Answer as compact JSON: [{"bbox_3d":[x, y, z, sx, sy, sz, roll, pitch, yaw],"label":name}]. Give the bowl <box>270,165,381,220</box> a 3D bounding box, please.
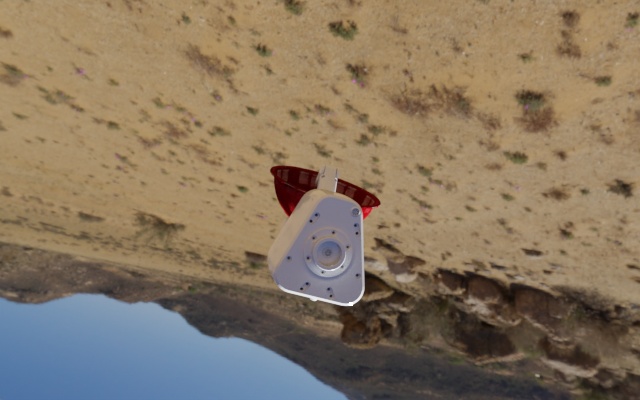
[{"bbox_3d":[0.000,0.002,0.676,0.162,0.055,0.162,17,14,-4],"label":"bowl"}]
